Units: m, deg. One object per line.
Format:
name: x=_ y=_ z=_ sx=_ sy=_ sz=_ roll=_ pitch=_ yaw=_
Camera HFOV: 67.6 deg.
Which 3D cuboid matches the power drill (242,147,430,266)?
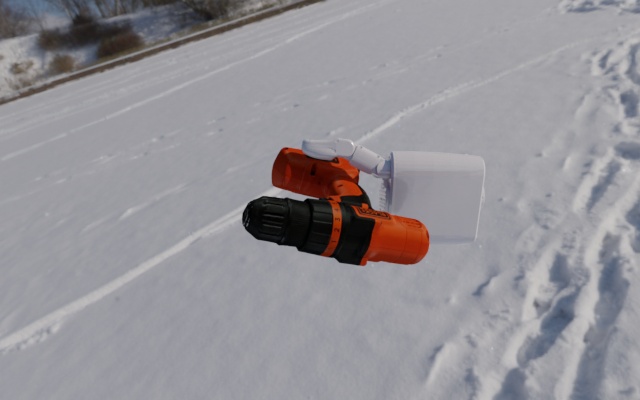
power drill: x=0.000 y=0.001 z=0.505 sx=0.184 sy=0.057 sz=0.187 roll=12 pitch=21 yaw=-21
